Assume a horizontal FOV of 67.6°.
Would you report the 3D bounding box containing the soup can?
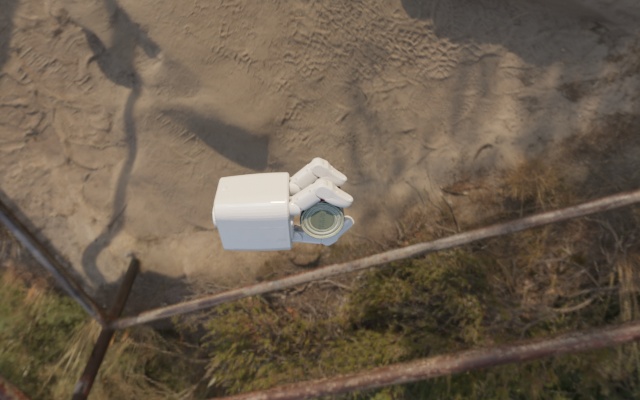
[{"bbox_3d":[0.001,0.003,0.734,0.068,0.068,0.102,0,34,-3],"label":"soup can"}]
